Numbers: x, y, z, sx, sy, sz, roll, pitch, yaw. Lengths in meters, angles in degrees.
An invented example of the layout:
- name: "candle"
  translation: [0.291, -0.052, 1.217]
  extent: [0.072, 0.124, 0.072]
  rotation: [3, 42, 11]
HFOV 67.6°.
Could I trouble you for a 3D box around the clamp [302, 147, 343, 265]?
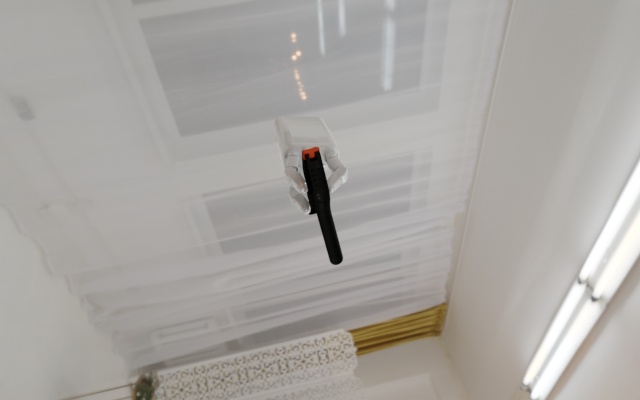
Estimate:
- name: "clamp"
  translation: [0.001, 0.002, 0.845]
  extent: [0.036, 0.210, 0.164]
  rotation: [-17, 46, -9]
